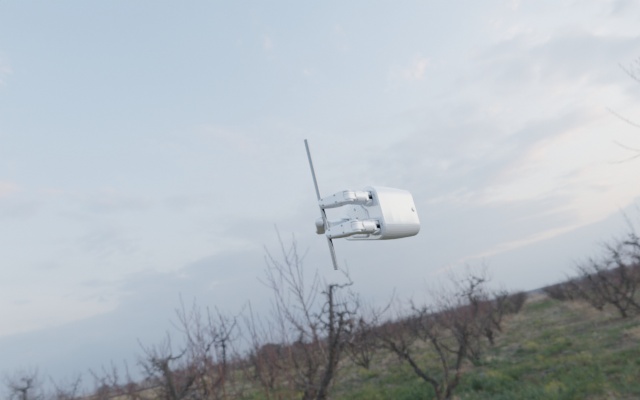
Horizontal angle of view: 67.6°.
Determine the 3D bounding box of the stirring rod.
[{"bbox_3d":[0.000,0.003,0.829,0.011,0.239,0.011,-12,-16,-4],"label":"stirring rod"}]
